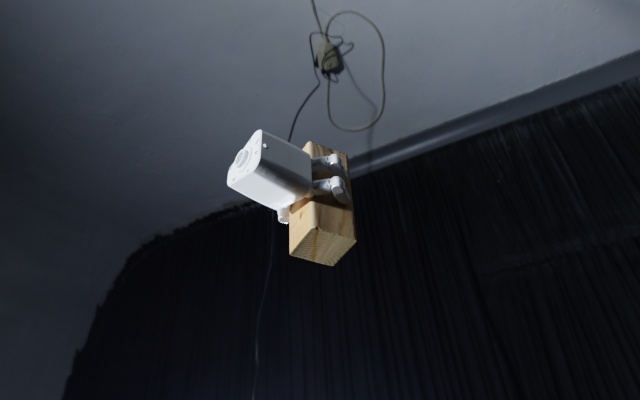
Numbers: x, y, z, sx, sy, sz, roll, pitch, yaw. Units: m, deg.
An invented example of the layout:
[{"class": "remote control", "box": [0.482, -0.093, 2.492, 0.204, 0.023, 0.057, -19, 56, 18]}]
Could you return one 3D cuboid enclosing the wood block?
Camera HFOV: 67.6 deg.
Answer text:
[{"class": "wood block", "box": [0.000, 0.003, 0.882, 0.090, 0.206, 0.091, 17, -44, -22]}]
